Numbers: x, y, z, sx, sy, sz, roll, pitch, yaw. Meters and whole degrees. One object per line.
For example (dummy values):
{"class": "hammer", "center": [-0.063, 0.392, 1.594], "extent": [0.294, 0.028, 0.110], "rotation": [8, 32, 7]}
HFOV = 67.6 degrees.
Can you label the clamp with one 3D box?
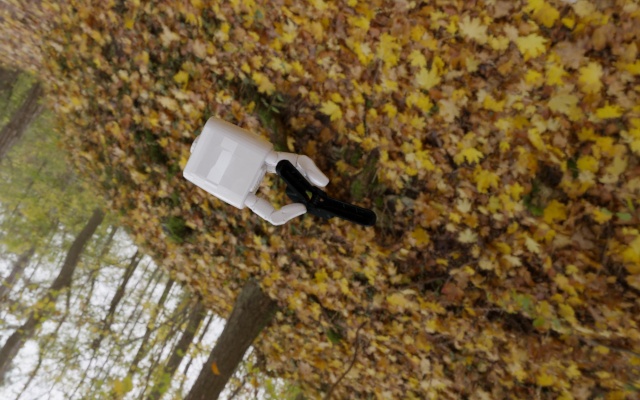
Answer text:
{"class": "clamp", "center": [-0.001, 0.003, 0.765], "extent": [0.164, 0.036, 0.210], "rotation": [31, -10, -1]}
